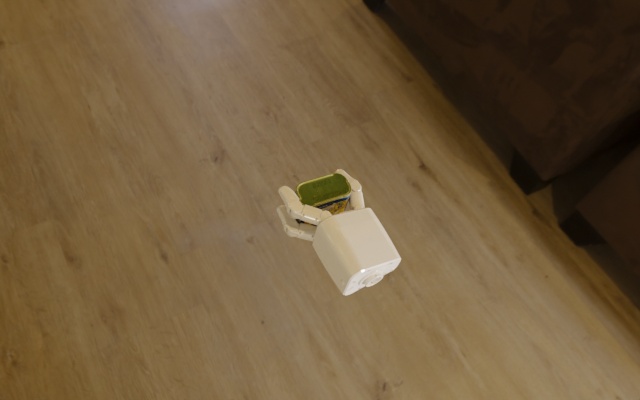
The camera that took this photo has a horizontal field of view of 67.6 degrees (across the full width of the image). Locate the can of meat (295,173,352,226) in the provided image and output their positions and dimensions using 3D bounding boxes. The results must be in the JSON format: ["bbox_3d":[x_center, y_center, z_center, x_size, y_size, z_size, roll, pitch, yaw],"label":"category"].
[{"bbox_3d":[0.000,0.002,0.838,0.102,0.057,0.084,-18,-28,-19],"label":"can of meat"}]
